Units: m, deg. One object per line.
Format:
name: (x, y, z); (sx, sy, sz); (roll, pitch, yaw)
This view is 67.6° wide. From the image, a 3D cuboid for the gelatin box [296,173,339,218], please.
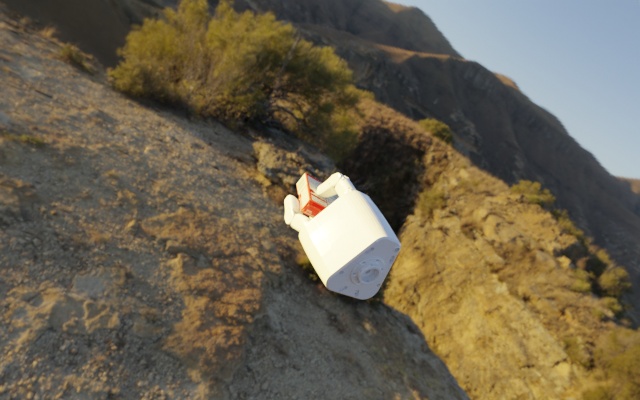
gelatin box: (0.000, 0.002, 0.781); (0.073, 0.030, 0.089); (30, 24, -24)
